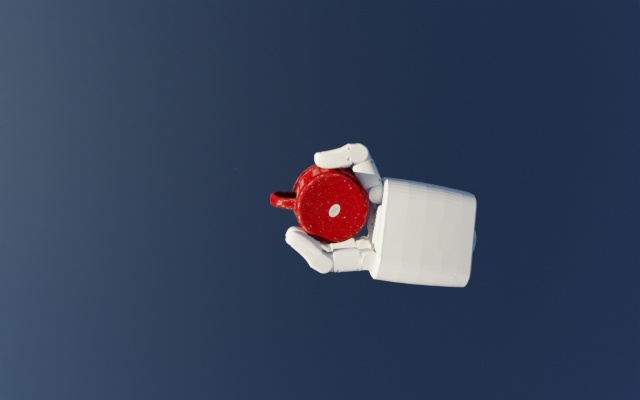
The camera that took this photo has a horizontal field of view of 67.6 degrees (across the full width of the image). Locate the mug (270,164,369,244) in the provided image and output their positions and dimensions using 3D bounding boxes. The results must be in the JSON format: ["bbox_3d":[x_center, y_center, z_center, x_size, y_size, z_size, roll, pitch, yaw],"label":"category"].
[{"bbox_3d":[-0.001,0.002,0.558,0.117,0.093,0.081,7,8,-3],"label":"mug"}]
